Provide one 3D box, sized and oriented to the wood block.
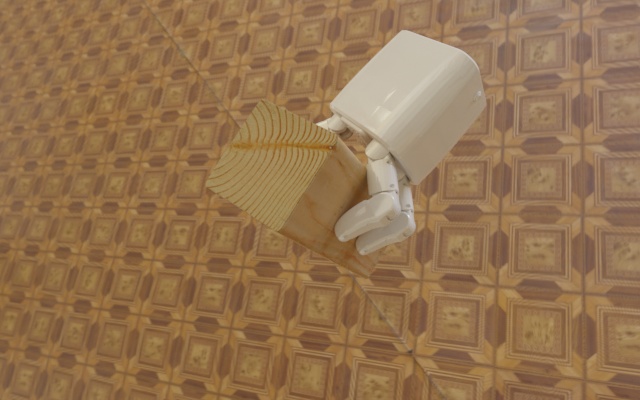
[{"bbox_3d":[0.000,0.001,0.467,0.090,0.090,0.206,30,-4,31],"label":"wood block"}]
